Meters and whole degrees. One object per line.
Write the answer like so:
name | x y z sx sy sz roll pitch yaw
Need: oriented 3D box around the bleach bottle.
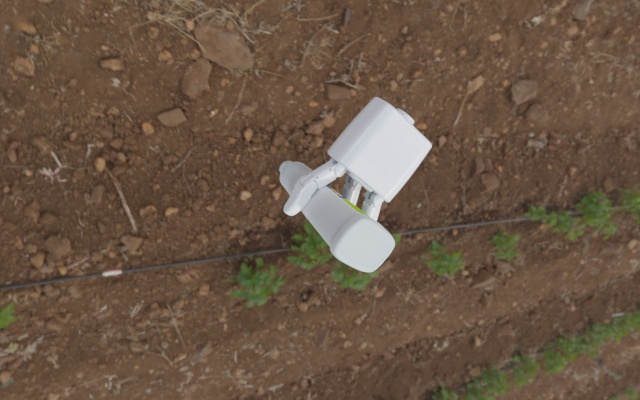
bleach bottle | 0.000 0.002 0.708 0.103 0.068 0.250 34 7 -43
